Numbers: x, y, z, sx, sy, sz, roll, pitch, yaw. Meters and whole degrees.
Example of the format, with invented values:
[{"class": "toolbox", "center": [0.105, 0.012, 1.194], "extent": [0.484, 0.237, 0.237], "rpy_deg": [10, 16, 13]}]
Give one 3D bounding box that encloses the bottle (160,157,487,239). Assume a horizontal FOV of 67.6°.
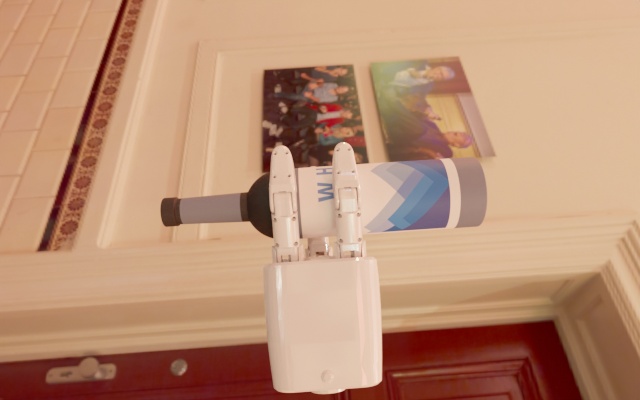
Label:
[{"class": "bottle", "center": [0.000, 0.001, 0.452], "extent": [0.296, 0.069, 0.069], "rpy_deg": [-4, 0, -1]}]
